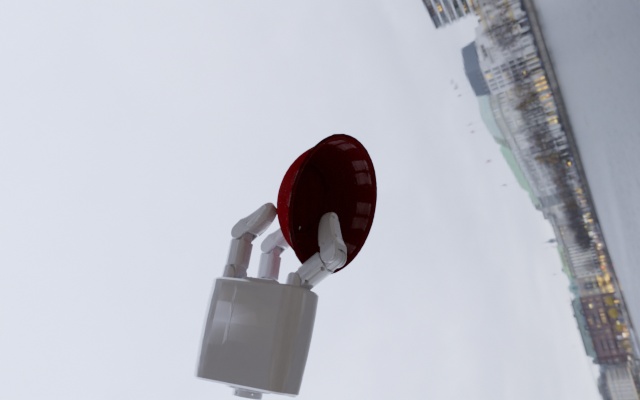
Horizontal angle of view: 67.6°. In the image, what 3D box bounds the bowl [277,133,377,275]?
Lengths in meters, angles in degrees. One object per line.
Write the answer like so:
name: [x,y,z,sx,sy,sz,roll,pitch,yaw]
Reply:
bowl: [0.000,0.001,0.556,0.055,0.162,0.162,11,7,39]
